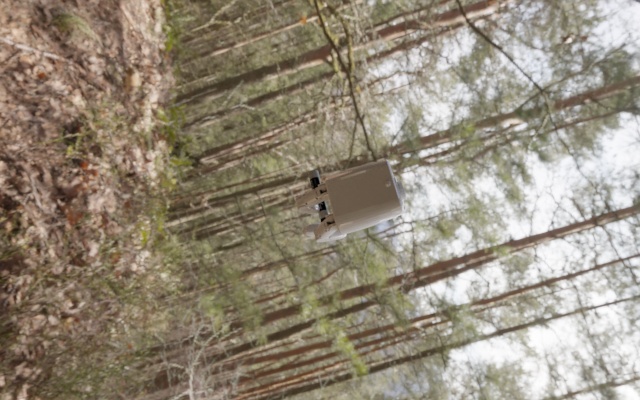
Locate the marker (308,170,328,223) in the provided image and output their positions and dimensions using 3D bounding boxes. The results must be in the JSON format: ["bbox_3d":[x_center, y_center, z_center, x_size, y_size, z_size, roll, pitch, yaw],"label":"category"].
[{"bbox_3d":[0.000,0.003,0.842,0.020,0.121,0.020,-12,-21,-5],"label":"marker"}]
